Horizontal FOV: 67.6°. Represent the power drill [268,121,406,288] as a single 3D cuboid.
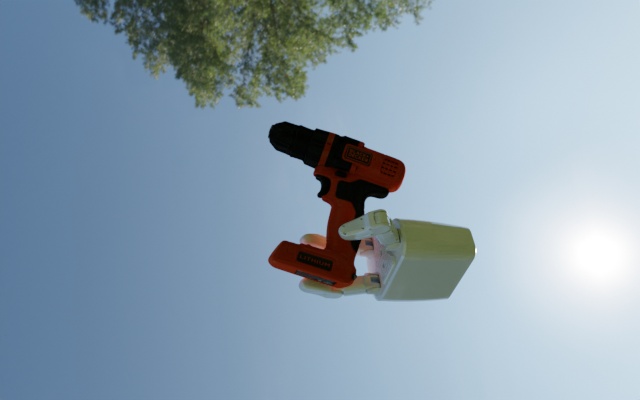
[{"bbox_3d":[0.000,0.002,0.597,0.184,0.187,0.057,19,-16,0],"label":"power drill"}]
